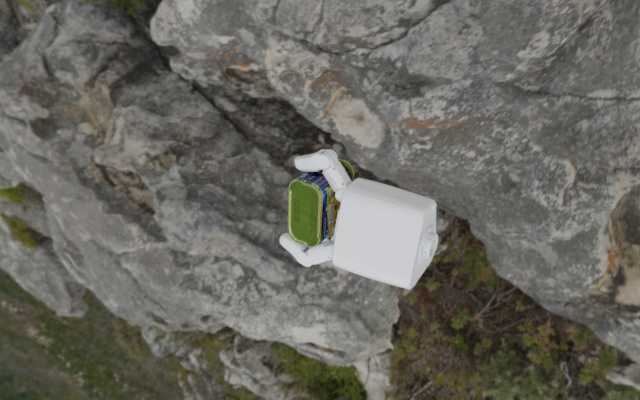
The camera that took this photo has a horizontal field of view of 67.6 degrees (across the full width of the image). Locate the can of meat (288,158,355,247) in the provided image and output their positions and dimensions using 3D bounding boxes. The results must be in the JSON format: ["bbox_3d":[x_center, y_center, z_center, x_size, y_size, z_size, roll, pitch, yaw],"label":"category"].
[{"bbox_3d":[0.000,0.002,0.652,0.057,0.102,0.084,18,33,26],"label":"can of meat"}]
